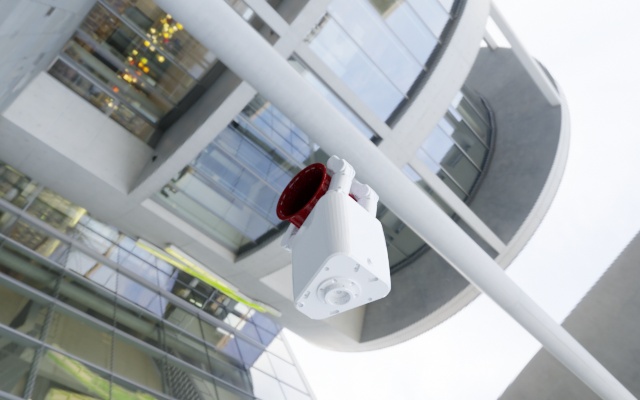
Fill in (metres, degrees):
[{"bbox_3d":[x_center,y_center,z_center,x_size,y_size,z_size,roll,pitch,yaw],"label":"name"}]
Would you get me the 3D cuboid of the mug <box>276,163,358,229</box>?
[{"bbox_3d":[0.000,0.001,0.662,0.093,0.117,0.081,-37,-60,25],"label":"mug"}]
